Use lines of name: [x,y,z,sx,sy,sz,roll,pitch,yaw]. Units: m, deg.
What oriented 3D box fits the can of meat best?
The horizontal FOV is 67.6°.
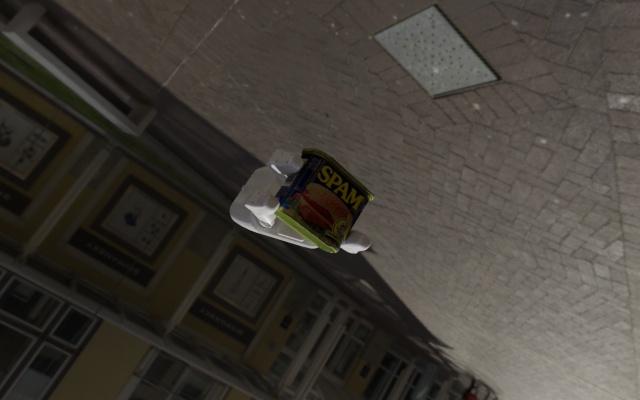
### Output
can of meat: [0.000,0.002,0.563,0.102,0.084,0.057,39,-14,-27]
